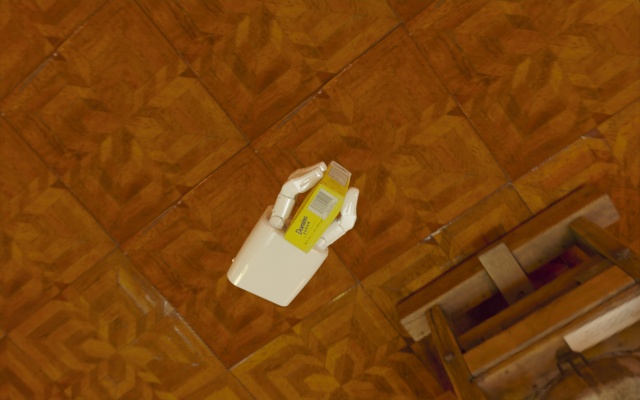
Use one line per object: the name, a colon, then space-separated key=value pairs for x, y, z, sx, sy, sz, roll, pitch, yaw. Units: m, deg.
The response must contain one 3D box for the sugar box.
sugar box: x=0.000 y=0.002 z=0.697 sx=0.048 sy=0.093 sz=0.176 roll=34 pitch=15 yaw=-6
